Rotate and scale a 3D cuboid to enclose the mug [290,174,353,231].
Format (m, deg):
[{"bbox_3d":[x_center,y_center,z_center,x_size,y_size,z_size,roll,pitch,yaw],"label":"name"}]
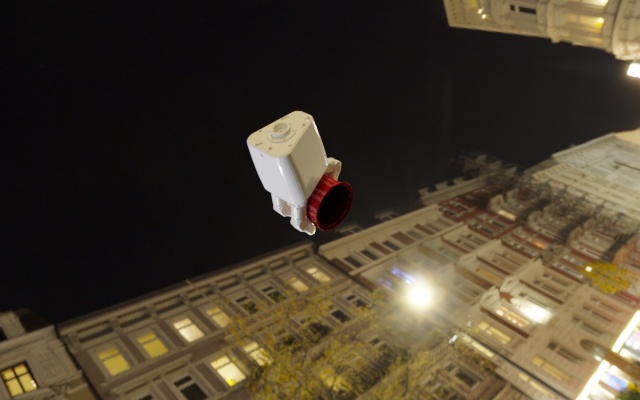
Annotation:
[{"bbox_3d":[0.000,0.004,0.862,0.081,0.117,0.093,30,62,36],"label":"mug"}]
